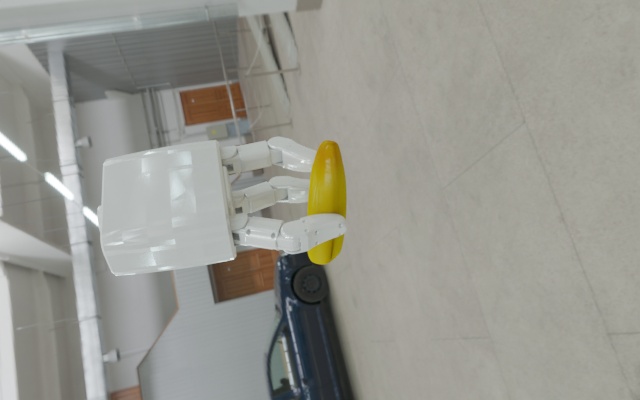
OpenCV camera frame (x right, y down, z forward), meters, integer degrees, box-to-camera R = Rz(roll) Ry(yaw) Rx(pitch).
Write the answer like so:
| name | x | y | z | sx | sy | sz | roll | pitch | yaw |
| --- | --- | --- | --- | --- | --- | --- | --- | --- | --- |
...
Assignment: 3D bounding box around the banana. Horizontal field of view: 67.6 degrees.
| name | x | y | z | sx | sy | sz | roll | pitch | yaw |
| --- | --- | --- | --- | --- | --- | --- | --- | --- | --- |
| banana | 0.003 | 0.020 | 0.481 | 0.037 | 0.069 | 0.198 | -7 | -26 | -6 |
